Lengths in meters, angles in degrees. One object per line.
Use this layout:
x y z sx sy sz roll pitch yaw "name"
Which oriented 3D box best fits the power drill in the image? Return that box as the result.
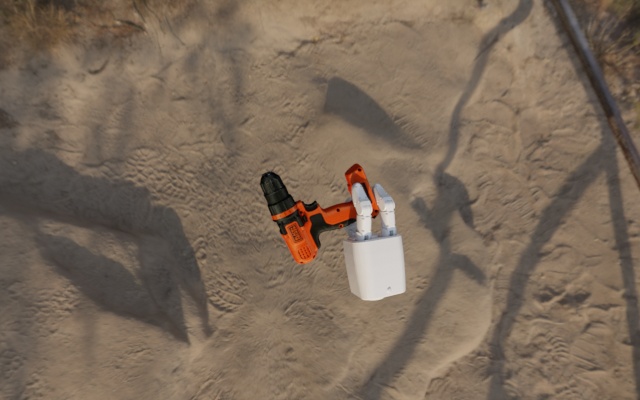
0.001 0.003 0.882 0.187 0.184 0.057 -25 15 -3 "power drill"
